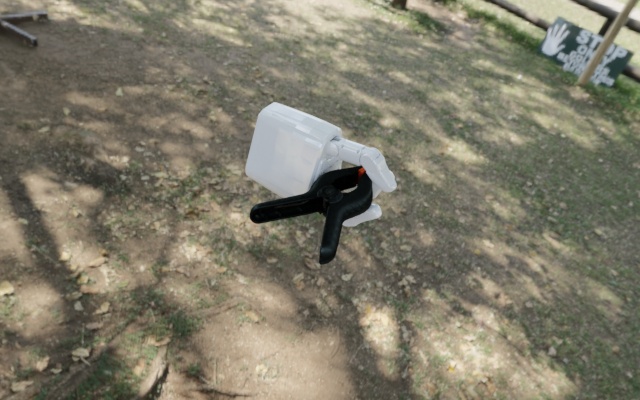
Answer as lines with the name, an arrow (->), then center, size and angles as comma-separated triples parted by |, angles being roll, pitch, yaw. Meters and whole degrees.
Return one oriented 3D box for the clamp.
clamp -> 0.000, 0.001, 0.586 | 0.120, 0.039, 0.171 | 26, 43, 19
